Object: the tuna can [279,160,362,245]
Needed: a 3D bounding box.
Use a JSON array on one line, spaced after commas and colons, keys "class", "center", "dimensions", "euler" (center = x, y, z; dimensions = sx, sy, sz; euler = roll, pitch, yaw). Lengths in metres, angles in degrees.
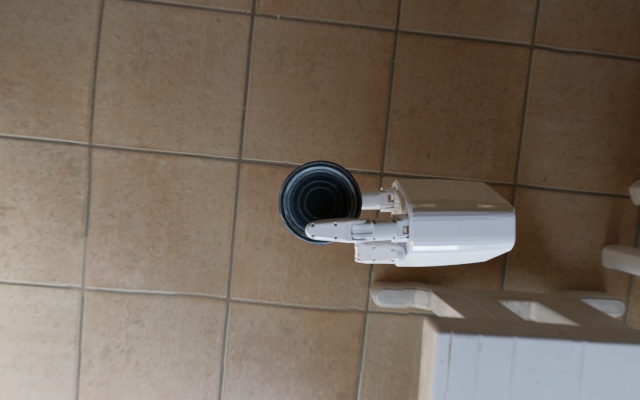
[{"class": "tuna can", "center": [0.000, 0.002, 0.491], "dimensions": [0.086, 0.086, 0.034], "euler": [0, 4, 1]}]
